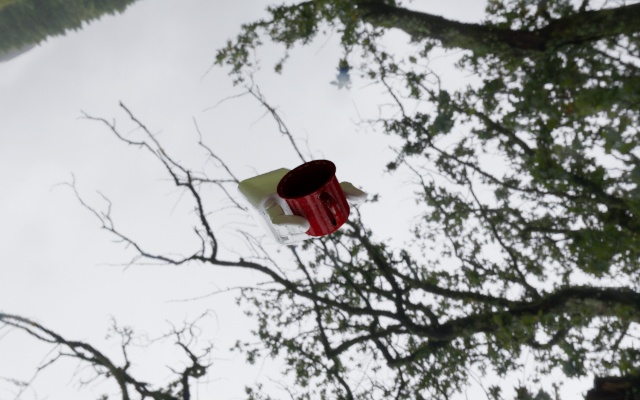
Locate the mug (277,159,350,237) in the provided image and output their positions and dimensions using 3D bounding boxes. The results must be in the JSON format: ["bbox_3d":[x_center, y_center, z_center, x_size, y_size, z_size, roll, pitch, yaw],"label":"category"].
[{"bbox_3d":[0.001,0.003,0.693,0.093,0.081,0.117,-36,33,-15],"label":"mug"}]
